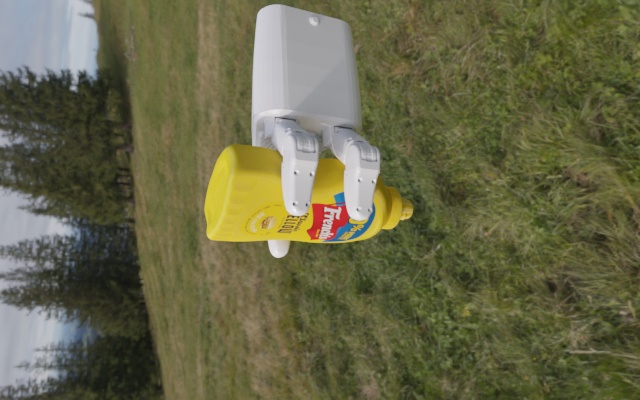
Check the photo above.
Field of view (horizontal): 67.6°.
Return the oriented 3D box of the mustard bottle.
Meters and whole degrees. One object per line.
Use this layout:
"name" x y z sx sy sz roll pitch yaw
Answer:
"mustard bottle" 0.000 0.002 0.429 0.191 0.058 0.096 4 -40 -25
